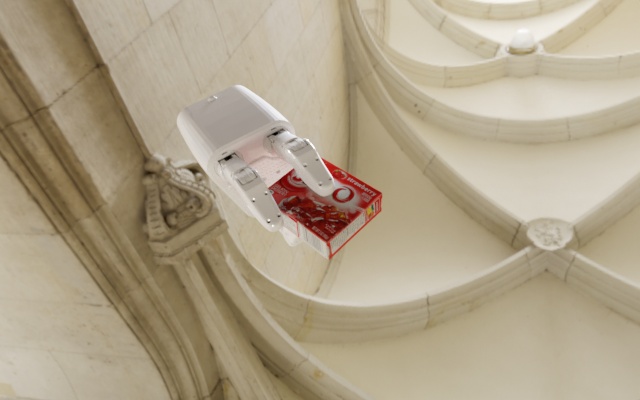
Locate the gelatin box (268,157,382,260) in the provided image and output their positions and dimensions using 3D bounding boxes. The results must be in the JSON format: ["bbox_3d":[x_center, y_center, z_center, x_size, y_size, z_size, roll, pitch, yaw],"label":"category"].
[{"bbox_3d":[0.000,0.002,0.440,0.089,0.030,0.073,34,60,30],"label":"gelatin box"}]
